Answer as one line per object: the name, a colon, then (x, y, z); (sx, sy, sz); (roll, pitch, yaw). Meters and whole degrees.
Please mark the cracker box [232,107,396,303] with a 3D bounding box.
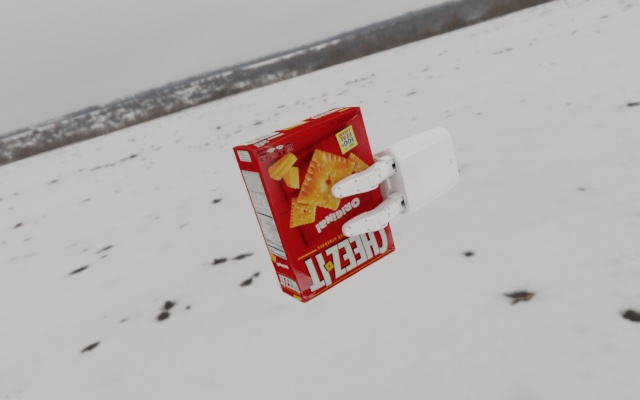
cracker box: (0.000, 0.002, 0.635); (0.164, 0.214, 0.072); (-25, 19, -26)
